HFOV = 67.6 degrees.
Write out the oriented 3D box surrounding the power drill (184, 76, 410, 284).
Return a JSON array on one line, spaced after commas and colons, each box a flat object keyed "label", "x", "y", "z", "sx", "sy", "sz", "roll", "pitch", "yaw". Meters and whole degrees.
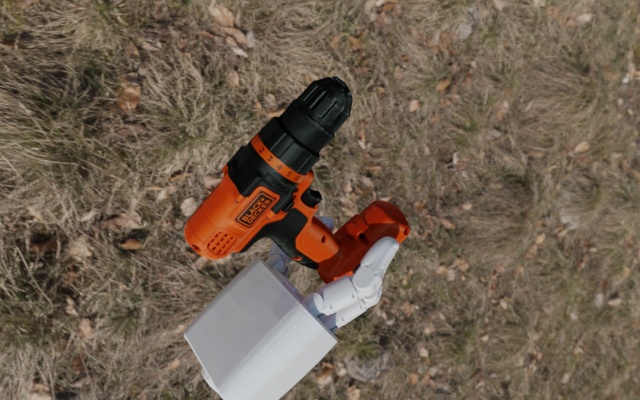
[{"label": "power drill", "x": 0.000, "y": 0.002, "z": 0.434, "sx": 0.188, "sy": 0.184, "sz": 0.057, "roll": 33, "pitch": 18, "yaw": -39}]
